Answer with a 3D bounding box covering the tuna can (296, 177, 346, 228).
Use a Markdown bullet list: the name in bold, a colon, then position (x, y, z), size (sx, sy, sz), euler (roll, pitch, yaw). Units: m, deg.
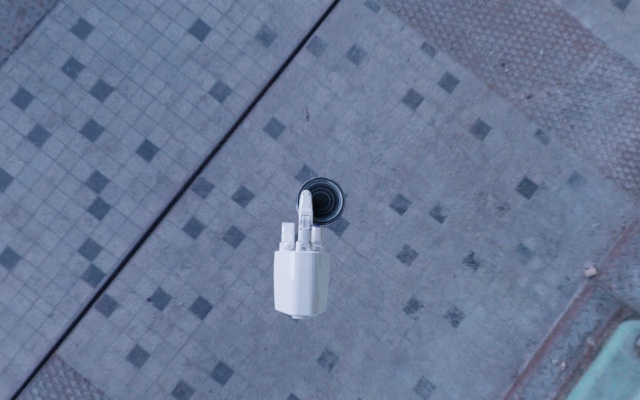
- **tuna can**: position (0.000, 0.003, 0.824), size (0.086, 0.086, 0.034), euler (0, -10, -2)
